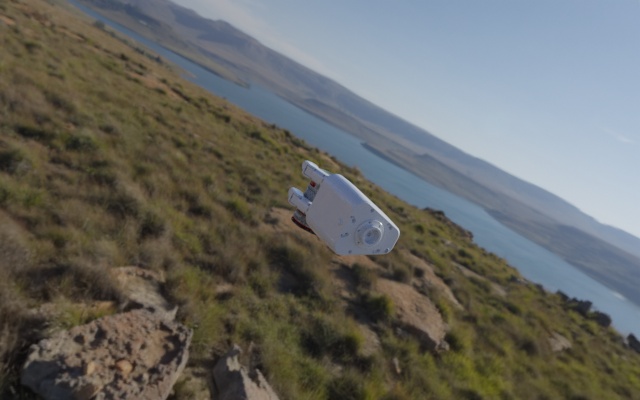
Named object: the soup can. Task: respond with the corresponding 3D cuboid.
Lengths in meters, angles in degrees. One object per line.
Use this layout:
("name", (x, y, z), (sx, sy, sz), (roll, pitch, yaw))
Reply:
("soup can", (0.000, 0.002, 0.846), (0.068, 0.102, 0.068), (26, 12, -6))
